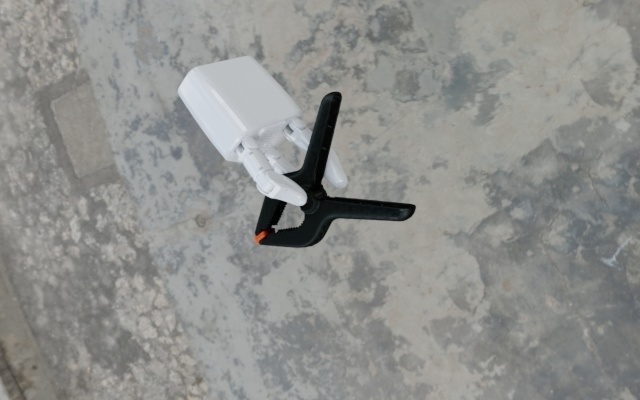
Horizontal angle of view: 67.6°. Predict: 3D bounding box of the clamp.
[{"bbox_3d":[-0.001,0.002,0.564,0.210,0.164,0.036,-45,-15,29],"label":"clamp"}]
